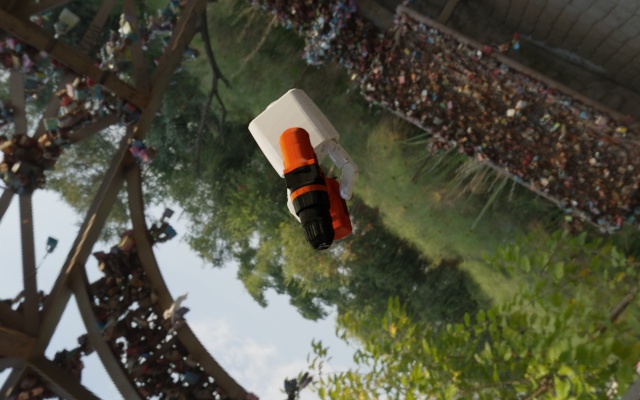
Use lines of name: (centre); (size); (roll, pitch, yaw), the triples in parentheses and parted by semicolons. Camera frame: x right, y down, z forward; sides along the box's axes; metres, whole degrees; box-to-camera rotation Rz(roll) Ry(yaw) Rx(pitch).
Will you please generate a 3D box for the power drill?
power drill: (0.000, 0.002, 0.722); (0.057, 0.184, 0.188); (-17, -22, 8)
